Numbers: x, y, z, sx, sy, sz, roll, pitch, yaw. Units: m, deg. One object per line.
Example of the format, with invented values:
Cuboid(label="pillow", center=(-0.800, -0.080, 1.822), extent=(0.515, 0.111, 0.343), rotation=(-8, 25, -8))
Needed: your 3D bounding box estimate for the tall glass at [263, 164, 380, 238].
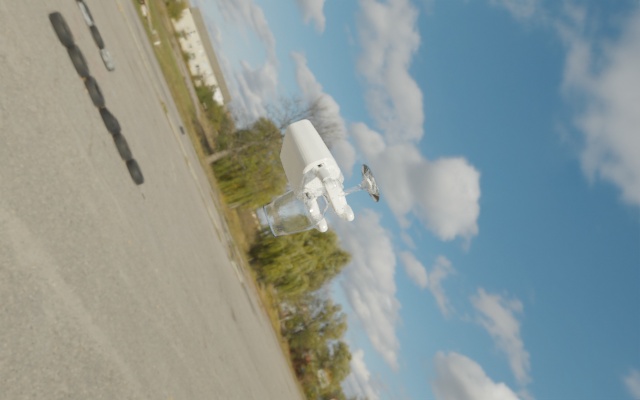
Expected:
Cuboid(label="tall glass", center=(0.001, 0.003, 0.859), extent=(0.201, 0.079, 0.079), rotation=(-21, 3, -9))
